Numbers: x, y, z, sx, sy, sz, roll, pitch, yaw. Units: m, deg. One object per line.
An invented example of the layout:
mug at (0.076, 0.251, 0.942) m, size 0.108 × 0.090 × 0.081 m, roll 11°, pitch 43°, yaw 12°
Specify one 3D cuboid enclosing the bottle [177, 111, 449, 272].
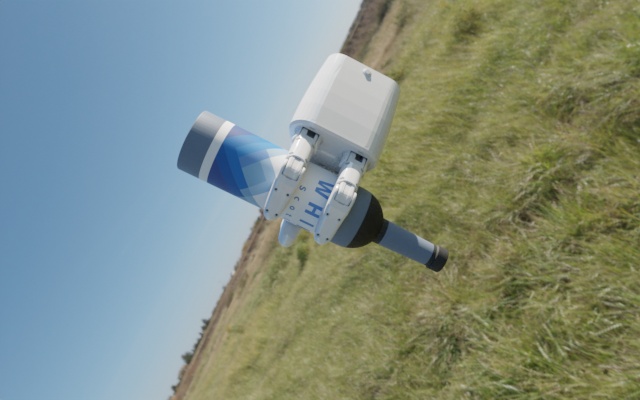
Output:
bottle at (0.000, 0.002, 0.504) m, size 0.296 × 0.069 × 0.069 m, roll 26°, pitch -3°, yaw -5°
